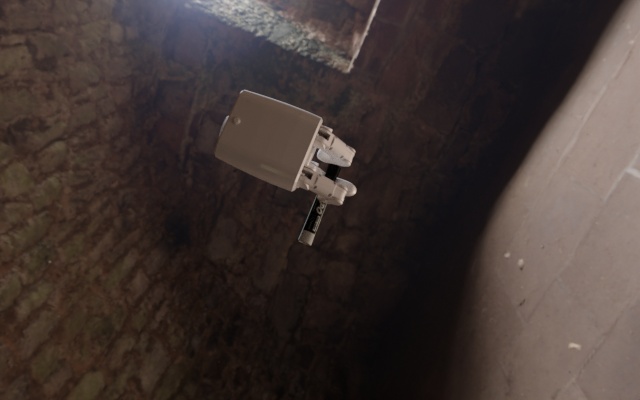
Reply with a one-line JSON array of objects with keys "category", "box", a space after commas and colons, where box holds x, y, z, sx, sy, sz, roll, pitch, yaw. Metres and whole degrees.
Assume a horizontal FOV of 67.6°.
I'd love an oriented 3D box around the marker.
[{"category": "marker", "box": [0.000, 0.002, 0.650, 0.020, 0.121, 0.020, 21, -13, 5]}]
